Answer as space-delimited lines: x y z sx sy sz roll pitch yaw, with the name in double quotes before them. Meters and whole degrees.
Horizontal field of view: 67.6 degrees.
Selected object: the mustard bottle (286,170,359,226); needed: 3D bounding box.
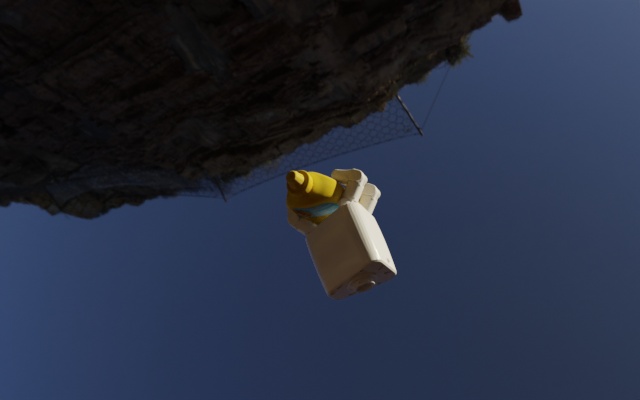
"mustard bottle" 0.000 0.002 0.778 0.096 0.058 0.192 -8 -27 27
